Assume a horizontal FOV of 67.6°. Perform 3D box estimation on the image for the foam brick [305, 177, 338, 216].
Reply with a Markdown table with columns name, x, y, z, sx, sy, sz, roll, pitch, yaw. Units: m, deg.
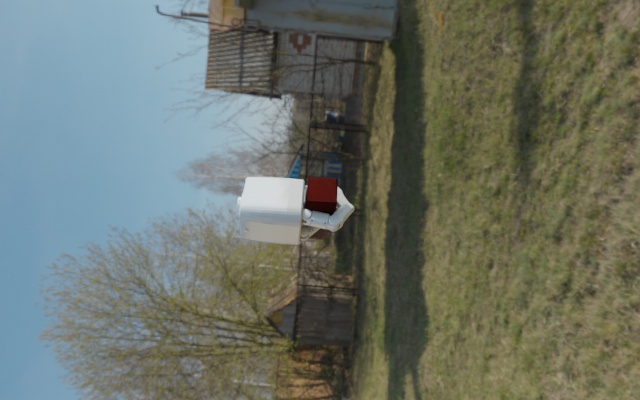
| name | x | y | z | sx | sy | sz | roll | pitch | yaw |
| --- | --- | --- | --- | --- | --- | --- | --- | --- | --- |
| foam brick | 0.000 | 0.002 | 0.832 | 0.051 | 0.053 | 0.078 | 5 | -35 | -3 |
